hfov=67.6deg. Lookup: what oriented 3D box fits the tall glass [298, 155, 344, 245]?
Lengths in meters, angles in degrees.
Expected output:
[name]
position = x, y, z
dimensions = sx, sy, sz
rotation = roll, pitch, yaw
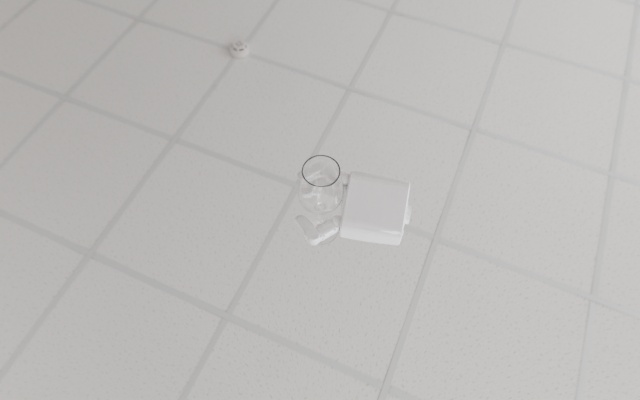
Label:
[tall glass]
position = 0.000, 0.003, 0.839
dimensions = 0.079, 0.079, 0.201
rotation = 0, -30, 0
